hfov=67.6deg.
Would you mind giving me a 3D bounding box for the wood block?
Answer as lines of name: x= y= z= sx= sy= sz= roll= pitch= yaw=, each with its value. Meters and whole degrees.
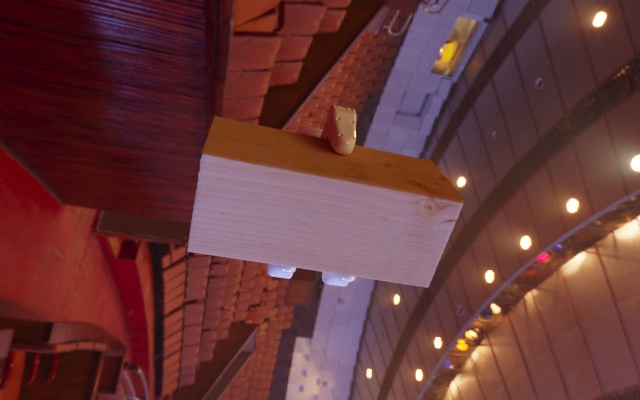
wood block: x=0.000 y=0.001 z=0.415 sx=0.206 sy=0.091 sz=0.090 roll=10 pitch=26 yaw=-11
